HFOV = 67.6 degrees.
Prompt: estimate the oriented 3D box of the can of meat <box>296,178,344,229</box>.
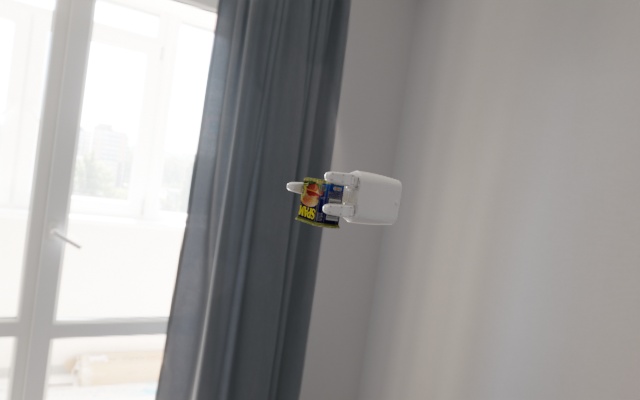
[{"bbox_3d":[0.000,0.003,0.895,0.057,0.084,0.102,8,3,-27],"label":"can of meat"}]
